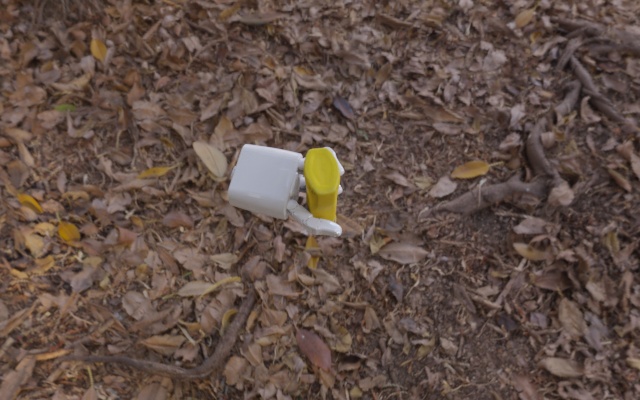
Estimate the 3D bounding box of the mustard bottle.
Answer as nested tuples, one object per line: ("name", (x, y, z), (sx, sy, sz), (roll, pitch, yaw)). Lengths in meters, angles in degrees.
("mustard bottle", (0.000, 0.003, 0.838), (0.058, 0.096, 0.192), (-8, -34, -6))
